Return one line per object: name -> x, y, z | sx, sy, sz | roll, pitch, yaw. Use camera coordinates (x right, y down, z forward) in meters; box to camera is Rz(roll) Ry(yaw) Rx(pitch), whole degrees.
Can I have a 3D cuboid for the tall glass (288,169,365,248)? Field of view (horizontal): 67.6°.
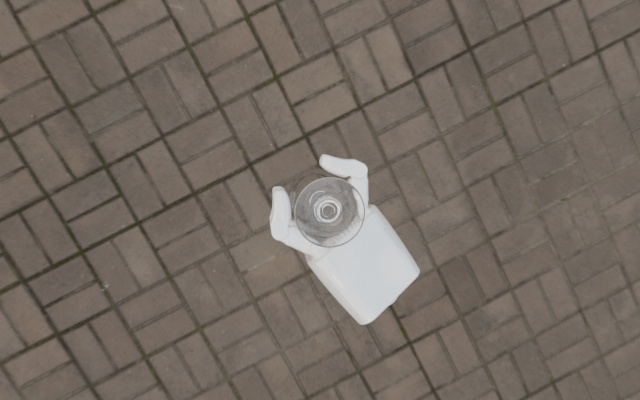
tall glass -> 0.000, 0.002, 0.593 | 0.079, 0.079, 0.201 | 0, 7, -6
